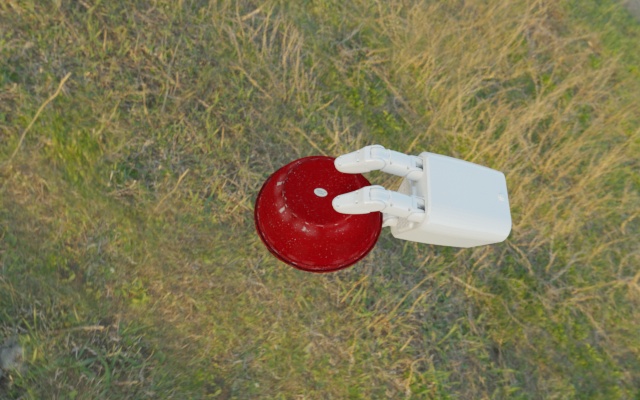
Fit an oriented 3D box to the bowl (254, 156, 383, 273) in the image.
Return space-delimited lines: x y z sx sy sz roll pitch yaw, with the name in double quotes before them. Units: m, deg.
"bowl" -0.001 0.002 0.572 0.162 0.162 0.055 0 -29 -5
